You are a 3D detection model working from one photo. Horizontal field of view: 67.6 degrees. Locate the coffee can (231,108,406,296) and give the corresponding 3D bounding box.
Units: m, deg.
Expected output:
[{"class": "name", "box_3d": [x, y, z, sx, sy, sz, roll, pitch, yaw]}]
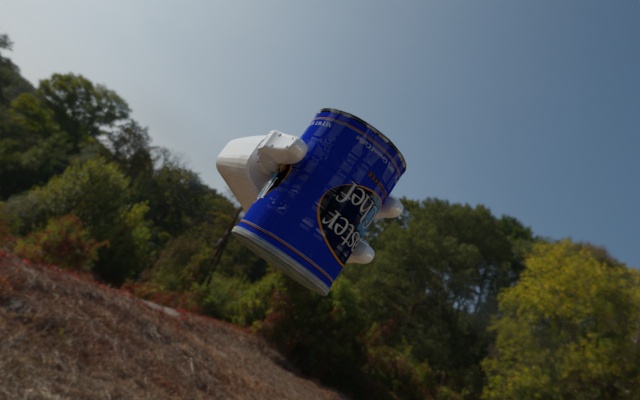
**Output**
[{"class": "coffee can", "box_3d": [0.000, 0.002, 0.443, 0.103, 0.140, 0.103, 32, -13, 9]}]
